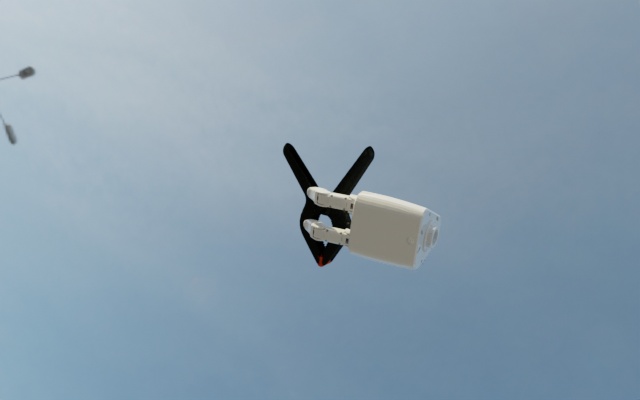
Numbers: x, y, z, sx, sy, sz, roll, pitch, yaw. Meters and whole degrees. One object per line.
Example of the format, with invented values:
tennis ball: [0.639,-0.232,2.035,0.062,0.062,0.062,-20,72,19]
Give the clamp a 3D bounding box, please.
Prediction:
clamp: [0.001,0.003,0.792,0.164,0.210,0.036,14,14,29]
